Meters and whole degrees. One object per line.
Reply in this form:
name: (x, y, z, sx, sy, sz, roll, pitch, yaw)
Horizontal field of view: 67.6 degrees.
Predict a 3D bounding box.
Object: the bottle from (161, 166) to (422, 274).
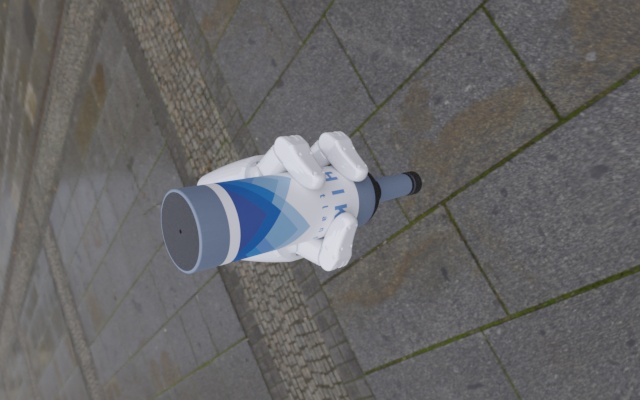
bottle: (0.000, 0.002, 0.463, 0.295, 0.069, 0.069, -12, 8, -41)
